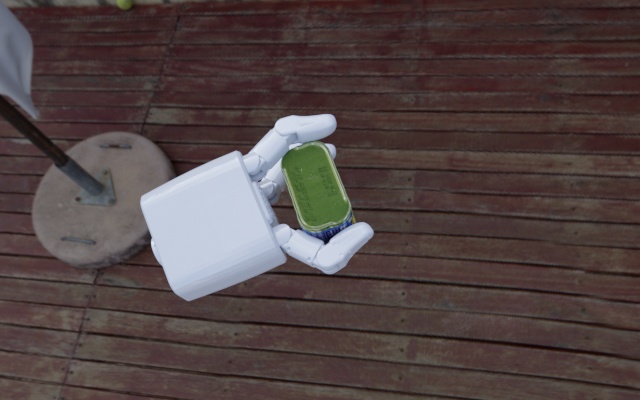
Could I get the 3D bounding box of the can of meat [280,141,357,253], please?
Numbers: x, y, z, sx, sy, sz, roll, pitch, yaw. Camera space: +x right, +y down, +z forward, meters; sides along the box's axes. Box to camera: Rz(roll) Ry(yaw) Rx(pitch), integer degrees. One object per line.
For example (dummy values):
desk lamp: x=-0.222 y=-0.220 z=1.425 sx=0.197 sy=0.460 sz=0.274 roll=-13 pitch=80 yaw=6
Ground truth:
can of meat: x=0.000 y=0.002 z=0.489 sx=0.057 sy=0.102 sz=0.084 roll=-21 pitch=-27 yaw=0
